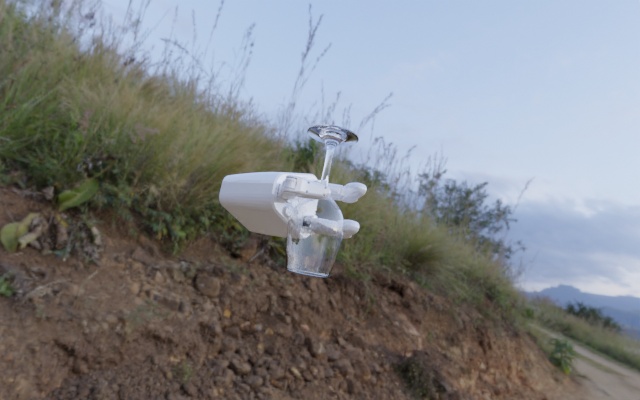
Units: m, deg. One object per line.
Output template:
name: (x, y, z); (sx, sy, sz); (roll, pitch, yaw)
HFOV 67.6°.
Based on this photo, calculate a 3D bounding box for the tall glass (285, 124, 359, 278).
tall glass: (0.000, 0.001, 0.659); (0.079, 0.201, 0.079); (10, -13, 2)
